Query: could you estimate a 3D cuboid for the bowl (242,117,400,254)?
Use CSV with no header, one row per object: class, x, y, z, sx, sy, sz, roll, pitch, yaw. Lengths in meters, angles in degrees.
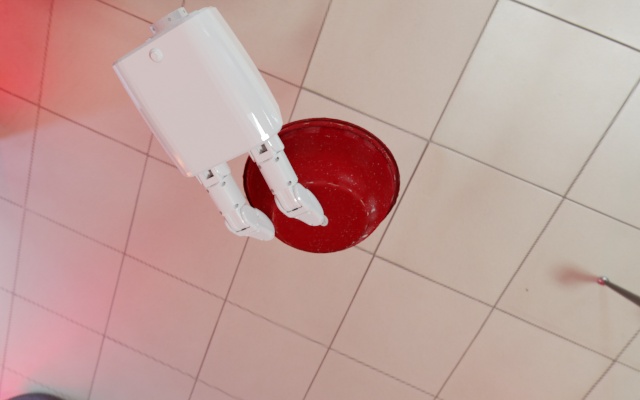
bowl,0.001,0.003,0.473,0.162,0.162,0.055,0,40,2
